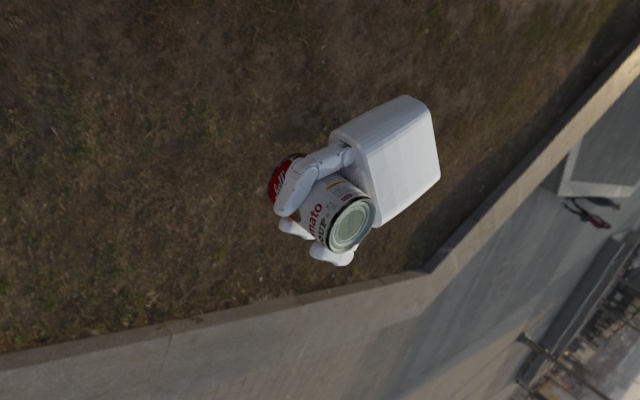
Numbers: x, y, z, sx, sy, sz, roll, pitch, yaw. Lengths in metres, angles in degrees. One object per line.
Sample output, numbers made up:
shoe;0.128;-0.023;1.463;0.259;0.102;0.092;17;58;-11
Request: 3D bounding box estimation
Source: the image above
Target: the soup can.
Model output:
soup can;0.000;0.002;0.502;0.068;0.068;0.102;0;29;-48
